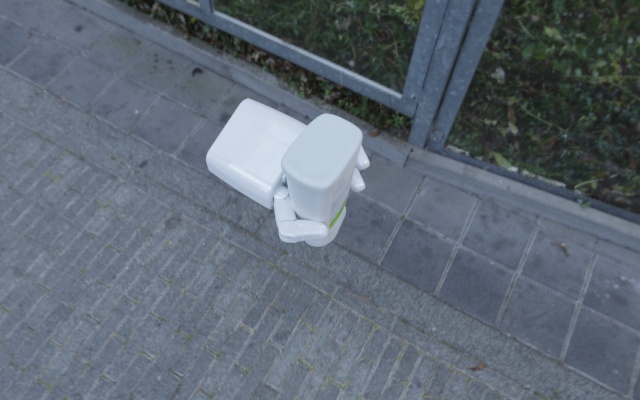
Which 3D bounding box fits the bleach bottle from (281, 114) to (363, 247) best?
[{"bbox_3d":[0.000,0.002,0.631,0.068,0.102,0.251,29,-26,14],"label":"bleach bottle"}]
